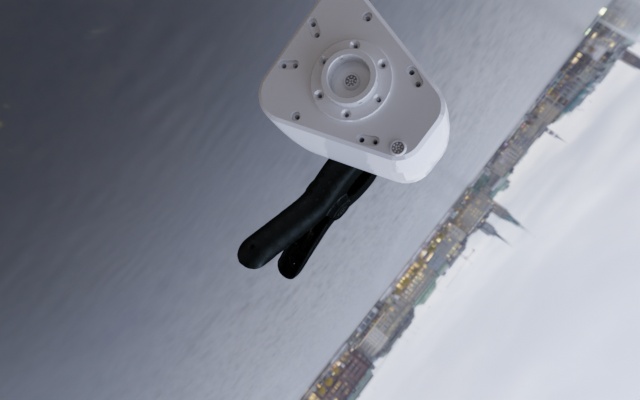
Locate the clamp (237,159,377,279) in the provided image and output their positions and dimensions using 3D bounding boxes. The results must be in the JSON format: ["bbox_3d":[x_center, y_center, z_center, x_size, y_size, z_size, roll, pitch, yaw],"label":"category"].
[{"bbox_3d":[0.001,0.002,0.409,0.039,0.171,0.120,38,6,13],"label":"clamp"}]
